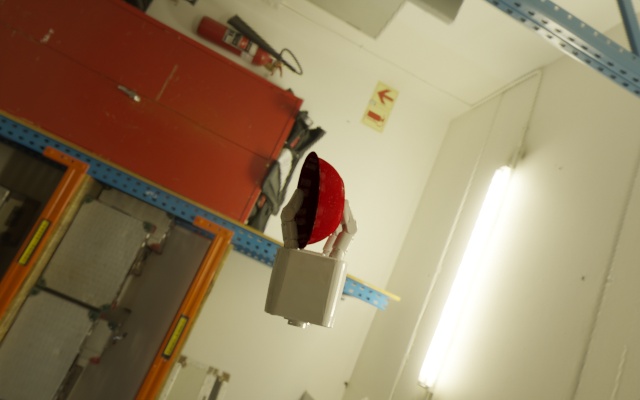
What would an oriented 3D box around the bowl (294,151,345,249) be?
[{"bbox_3d":[0.001,0.001,0.783,0.055,0.162,0.162,7,-2,-15],"label":"bowl"}]
